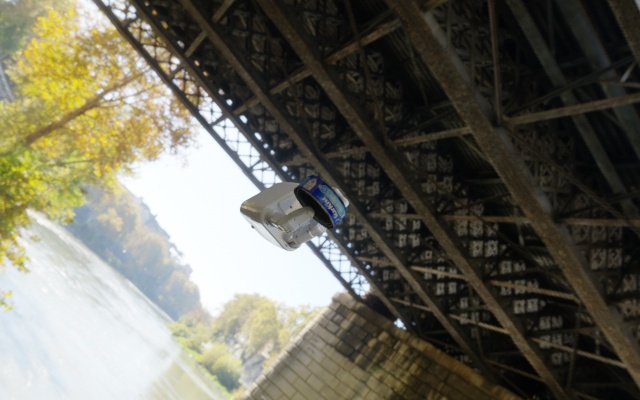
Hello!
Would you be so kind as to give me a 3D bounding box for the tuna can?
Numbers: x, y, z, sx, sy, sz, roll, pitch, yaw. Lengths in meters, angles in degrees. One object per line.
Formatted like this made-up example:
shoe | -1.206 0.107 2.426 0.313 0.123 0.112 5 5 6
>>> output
tuna can | 0.001 0.002 0.735 0.033 0.086 0.086 -43 14 -16
